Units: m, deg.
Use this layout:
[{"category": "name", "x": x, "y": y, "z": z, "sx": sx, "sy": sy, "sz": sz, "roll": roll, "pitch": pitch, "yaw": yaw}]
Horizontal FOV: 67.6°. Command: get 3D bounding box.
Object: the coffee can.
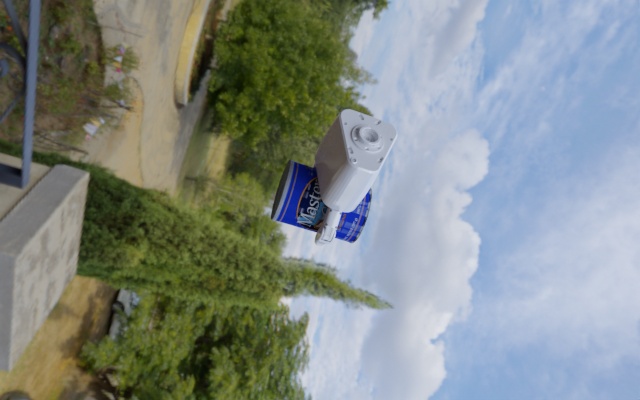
[{"category": "coffee can", "x": 0.000, "y": 0.003, "z": 0.785, "sx": 0.140, "sy": 0.103, "sz": 0.103, "roll": 17, "pitch": -3, "yaw": -10}]
